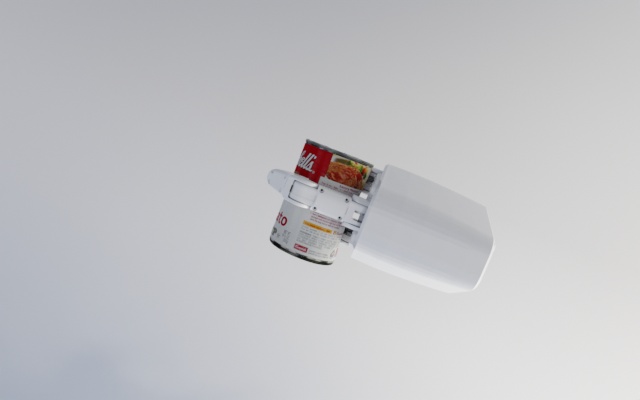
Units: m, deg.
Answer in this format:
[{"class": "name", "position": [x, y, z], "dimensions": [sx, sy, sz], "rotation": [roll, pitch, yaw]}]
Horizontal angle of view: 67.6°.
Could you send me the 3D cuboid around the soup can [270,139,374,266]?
[{"class": "soup can", "position": [-0.001, 0.002, 0.450], "dimensions": [0.068, 0.102, 0.068], "rotation": [21, 6, -2]}]
